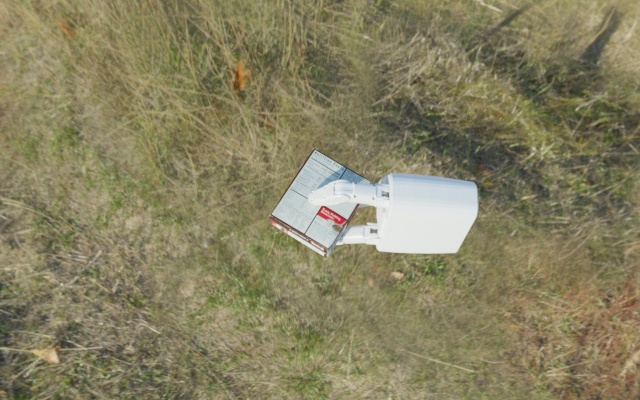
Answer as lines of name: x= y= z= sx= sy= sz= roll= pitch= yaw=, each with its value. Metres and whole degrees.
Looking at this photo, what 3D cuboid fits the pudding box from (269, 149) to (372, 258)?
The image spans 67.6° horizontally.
pudding box: x=0.000 y=0.002 z=0.616 sx=0.090 sy=0.113 sz=0.039 roll=31 pitch=-19 yaw=7
